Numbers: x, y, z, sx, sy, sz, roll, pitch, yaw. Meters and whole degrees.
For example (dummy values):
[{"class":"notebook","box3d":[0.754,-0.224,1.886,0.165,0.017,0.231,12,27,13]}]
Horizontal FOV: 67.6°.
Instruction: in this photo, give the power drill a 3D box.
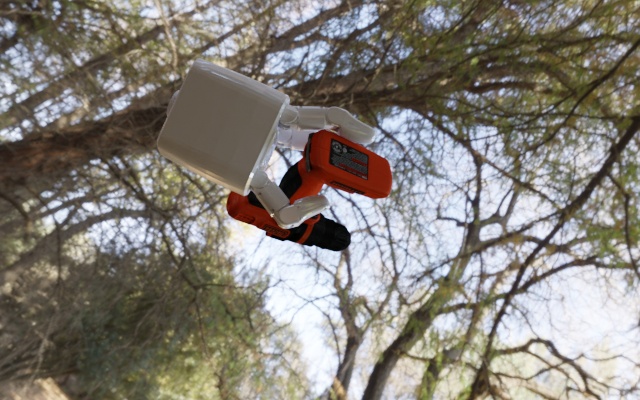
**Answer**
[{"class":"power drill","box3d":[0.000,0.002,0.585,0.184,0.057,0.188,20,-36,-27]}]
